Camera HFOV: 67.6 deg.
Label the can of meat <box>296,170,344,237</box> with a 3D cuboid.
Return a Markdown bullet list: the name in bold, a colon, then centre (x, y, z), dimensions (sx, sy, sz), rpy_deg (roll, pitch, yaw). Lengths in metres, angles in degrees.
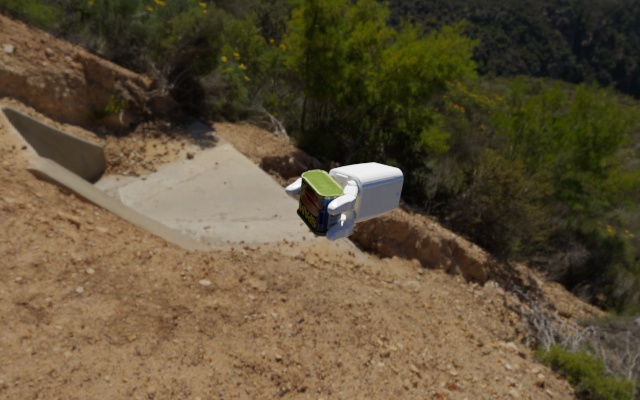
- **can of meat**: centre (0.000, 0.003, 0.875), dimensions (0.057, 0.084, 0.102), rpy_deg (-10, 35, -26)
